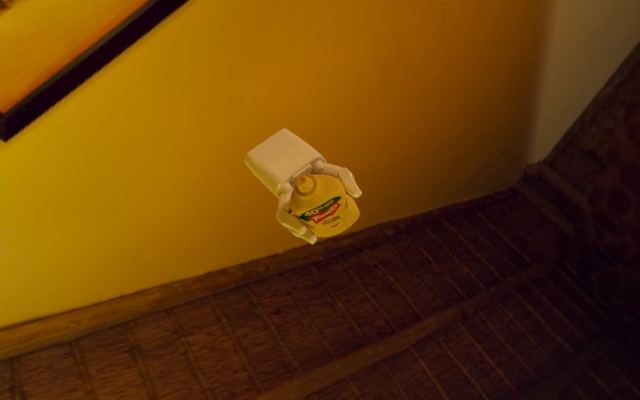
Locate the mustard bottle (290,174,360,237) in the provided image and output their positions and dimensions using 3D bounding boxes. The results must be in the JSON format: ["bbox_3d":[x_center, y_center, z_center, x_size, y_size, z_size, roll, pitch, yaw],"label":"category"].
[{"bbox_3d":[0.000,0.003,0.828,0.096,0.058,0.192,-25,-28,8],"label":"mustard bottle"}]
